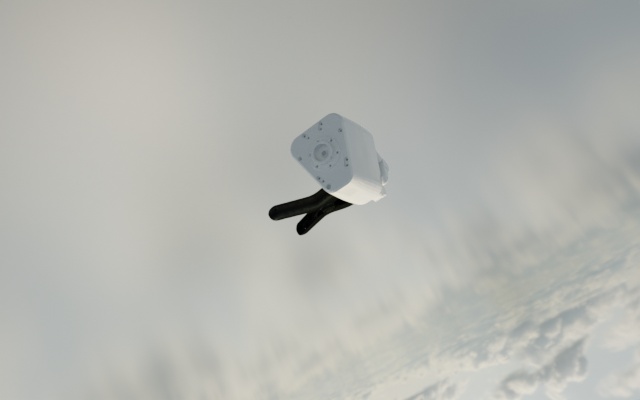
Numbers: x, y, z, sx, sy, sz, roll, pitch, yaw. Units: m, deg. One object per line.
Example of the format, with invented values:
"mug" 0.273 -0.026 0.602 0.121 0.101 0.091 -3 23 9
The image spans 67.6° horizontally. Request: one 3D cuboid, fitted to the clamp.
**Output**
"clamp" 0.001 0.003 0.786 0.171 0.039 0.120 -34 -22 19
